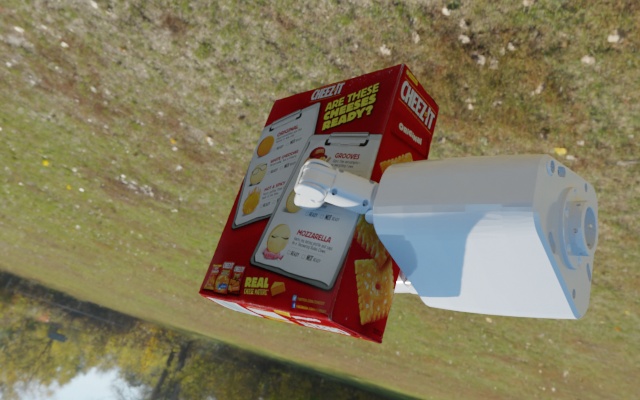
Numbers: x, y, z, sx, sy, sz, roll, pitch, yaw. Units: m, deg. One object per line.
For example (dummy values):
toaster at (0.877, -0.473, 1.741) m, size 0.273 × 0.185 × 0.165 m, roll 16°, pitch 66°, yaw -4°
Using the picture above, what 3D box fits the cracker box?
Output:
cracker box at (0.000, 0.001, 0.421) m, size 0.164 × 0.213 × 0.072 m, roll -3°, pitch -29°, yaw 44°
